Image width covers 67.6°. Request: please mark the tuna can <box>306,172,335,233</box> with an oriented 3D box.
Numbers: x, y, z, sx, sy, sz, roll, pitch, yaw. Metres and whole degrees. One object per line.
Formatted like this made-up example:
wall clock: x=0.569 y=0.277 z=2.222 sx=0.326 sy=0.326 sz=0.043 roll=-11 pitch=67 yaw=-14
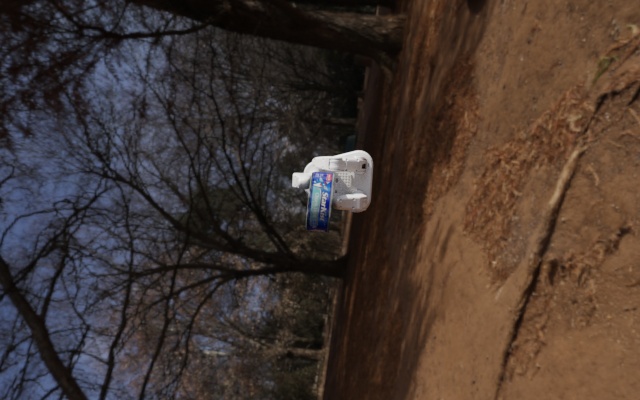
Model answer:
tuna can: x=0.000 y=0.002 z=0.683 sx=0.034 sy=0.086 sz=0.086 roll=6 pitch=0 yaw=1
